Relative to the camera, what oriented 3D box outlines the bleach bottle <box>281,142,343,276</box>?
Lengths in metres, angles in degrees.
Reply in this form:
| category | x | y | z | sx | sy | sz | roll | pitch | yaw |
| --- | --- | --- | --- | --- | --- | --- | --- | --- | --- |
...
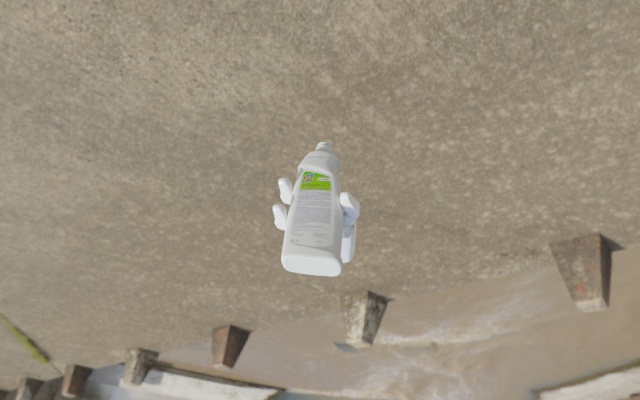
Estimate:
| category | x | y | z | sx | sy | sz | roll | pitch | yaw |
| --- | --- | --- | --- | --- | --- | --- | --- | --- | --- |
| bleach bottle | 0.000 | 0.003 | 0.830 | 0.102 | 0.250 | 0.068 | 5 | -33 | 7 |
